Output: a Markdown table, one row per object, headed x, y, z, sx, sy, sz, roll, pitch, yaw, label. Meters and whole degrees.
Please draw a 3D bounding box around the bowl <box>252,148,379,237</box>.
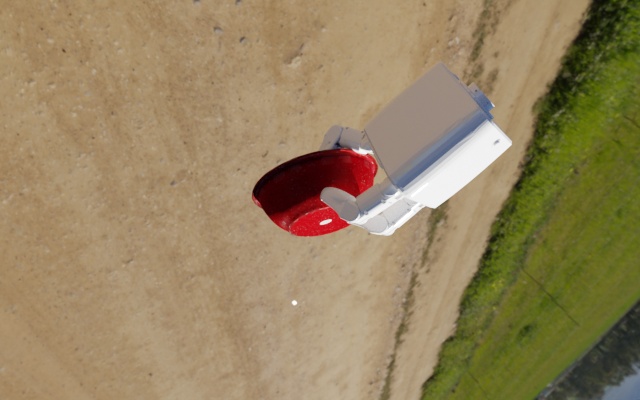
| x | y | z | sx | sy | sz | roll | pitch | yaw | label |
| --- | --- | --- | --- | --- | --- | --- | --- | --- | --- |
| -0.001 | 0.003 | 0.587 | 0.162 | 0.055 | 0.162 | -13 | -23 | -5 | bowl |
